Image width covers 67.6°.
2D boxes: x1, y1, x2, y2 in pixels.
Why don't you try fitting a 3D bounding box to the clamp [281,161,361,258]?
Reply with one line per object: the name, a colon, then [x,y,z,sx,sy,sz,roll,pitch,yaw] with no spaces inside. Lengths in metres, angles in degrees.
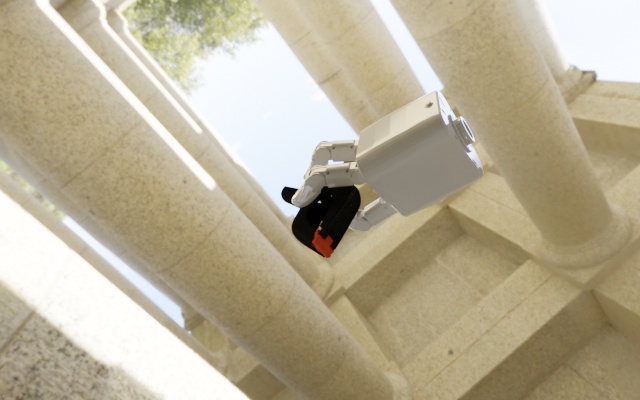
clamp: [0.001,0.003,0.600,0.164,0.036,0.209,-30,25,26]
